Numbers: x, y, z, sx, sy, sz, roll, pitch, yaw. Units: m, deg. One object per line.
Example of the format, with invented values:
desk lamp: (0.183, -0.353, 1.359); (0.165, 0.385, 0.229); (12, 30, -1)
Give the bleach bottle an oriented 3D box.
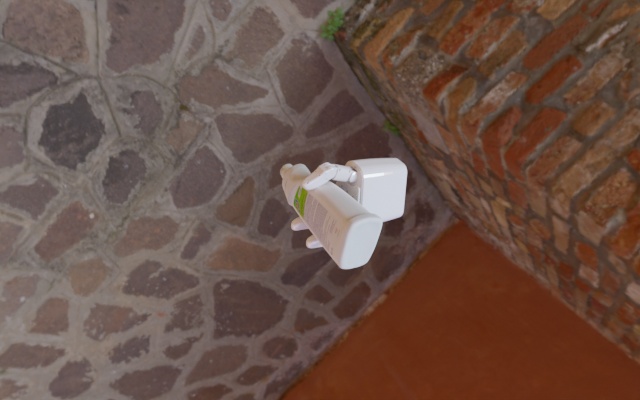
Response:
bleach bottle: (0.000, 0.003, 0.816); (0.068, 0.103, 0.250); (-7, 36, -32)
